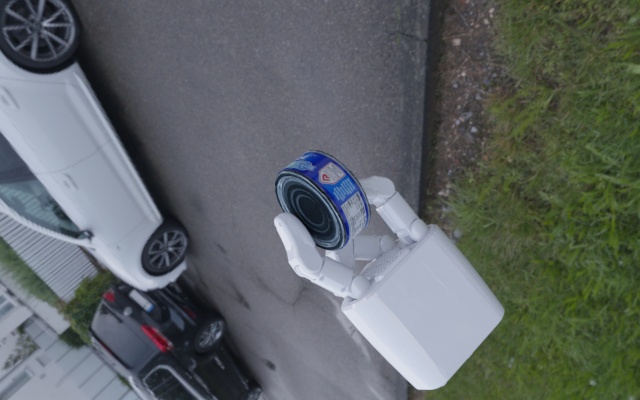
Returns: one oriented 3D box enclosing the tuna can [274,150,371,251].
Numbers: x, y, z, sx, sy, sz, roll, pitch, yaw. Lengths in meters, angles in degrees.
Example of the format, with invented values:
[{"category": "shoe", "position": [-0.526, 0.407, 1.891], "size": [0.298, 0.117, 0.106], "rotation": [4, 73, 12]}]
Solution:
[{"category": "tuna can", "position": [0.000, 0.002, 0.413], "size": [0.033, 0.086, 0.086], "rotation": [-39, 22, -29]}]
